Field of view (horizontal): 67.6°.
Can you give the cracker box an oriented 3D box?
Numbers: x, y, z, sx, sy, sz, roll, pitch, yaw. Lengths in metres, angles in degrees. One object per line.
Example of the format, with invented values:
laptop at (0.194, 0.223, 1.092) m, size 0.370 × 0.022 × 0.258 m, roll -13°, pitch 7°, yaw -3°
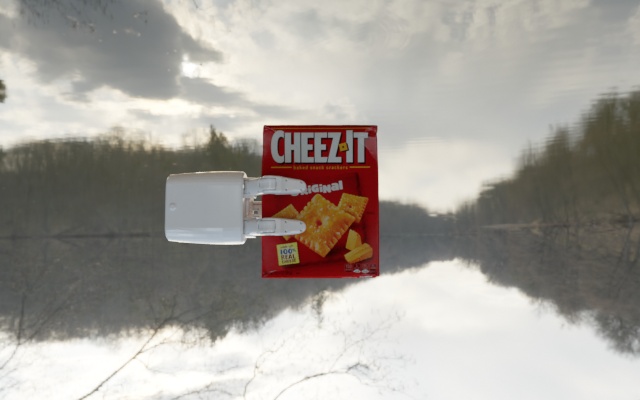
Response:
cracker box at (0.000, 0.002, 0.679) m, size 0.164 × 0.213 × 0.072 m, roll 0°, pitch -5°, yaw 0°
